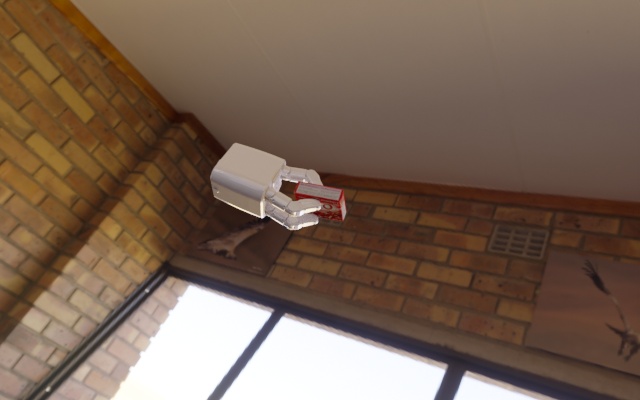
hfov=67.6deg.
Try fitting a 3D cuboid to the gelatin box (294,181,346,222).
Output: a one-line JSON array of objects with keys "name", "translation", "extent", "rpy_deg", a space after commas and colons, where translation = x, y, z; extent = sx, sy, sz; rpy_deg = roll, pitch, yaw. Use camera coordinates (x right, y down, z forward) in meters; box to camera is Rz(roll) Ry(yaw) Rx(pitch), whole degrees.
[{"name": "gelatin box", "translation": [0.001, 0.003, 0.884], "extent": [0.089, 0.030, 0.073], "rpy_deg": [10, -31, 14]}]
